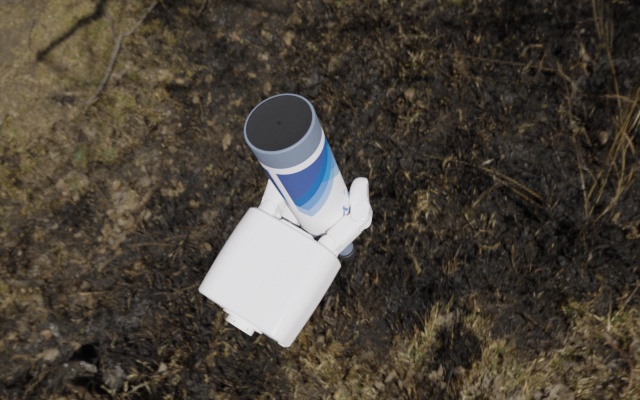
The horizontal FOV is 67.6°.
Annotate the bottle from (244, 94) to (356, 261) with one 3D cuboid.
[{"bbox_3d":[0.000,0.002,0.543,0.069,0.069,0.296,0,-29,17],"label":"bottle"}]
